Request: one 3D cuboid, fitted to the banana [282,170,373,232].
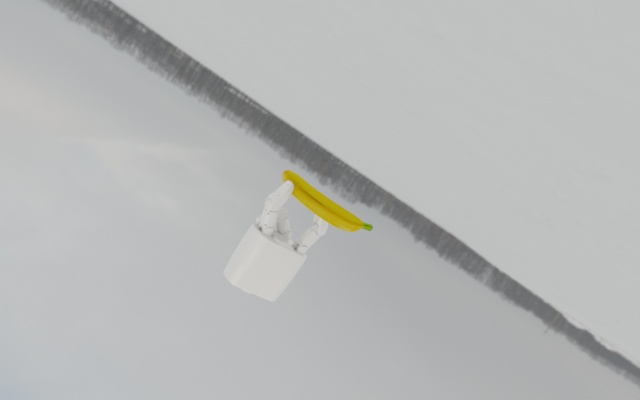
[{"bbox_3d":[-0.003,0.003,0.831,0.197,0.037,0.069,35,6,19],"label":"banana"}]
